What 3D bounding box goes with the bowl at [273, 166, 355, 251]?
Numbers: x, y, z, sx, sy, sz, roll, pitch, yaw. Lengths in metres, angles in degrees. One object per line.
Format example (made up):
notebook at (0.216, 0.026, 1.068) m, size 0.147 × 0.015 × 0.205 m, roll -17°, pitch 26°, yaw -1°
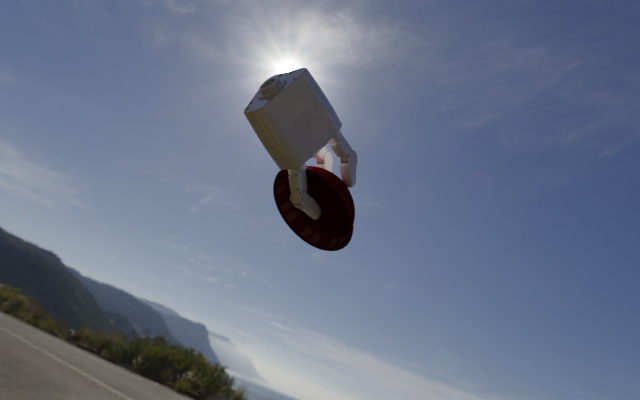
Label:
bowl at (0.001, 0.003, 0.784) m, size 0.162 × 0.162 × 0.055 m, roll 0°, pitch 30°, yaw 44°
